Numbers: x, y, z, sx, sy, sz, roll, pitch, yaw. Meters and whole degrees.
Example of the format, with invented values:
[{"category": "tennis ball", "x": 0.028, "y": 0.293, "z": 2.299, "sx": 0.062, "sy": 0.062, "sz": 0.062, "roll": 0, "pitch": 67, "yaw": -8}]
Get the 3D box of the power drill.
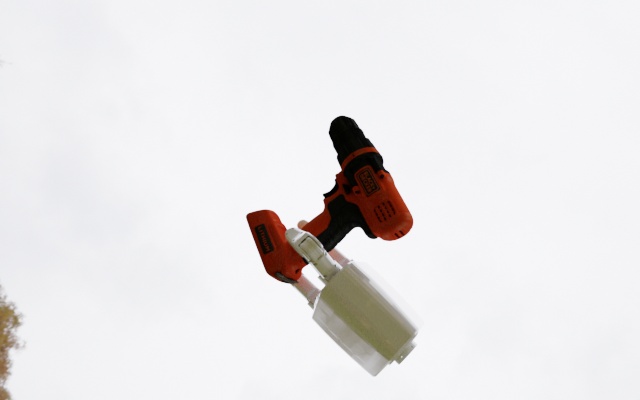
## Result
[{"category": "power drill", "x": 0.000, "y": 0.002, "z": 0.591, "sx": 0.188, "sy": 0.184, "sz": 0.057, "roll": -34, "pitch": -34, "yaw": 14}]
